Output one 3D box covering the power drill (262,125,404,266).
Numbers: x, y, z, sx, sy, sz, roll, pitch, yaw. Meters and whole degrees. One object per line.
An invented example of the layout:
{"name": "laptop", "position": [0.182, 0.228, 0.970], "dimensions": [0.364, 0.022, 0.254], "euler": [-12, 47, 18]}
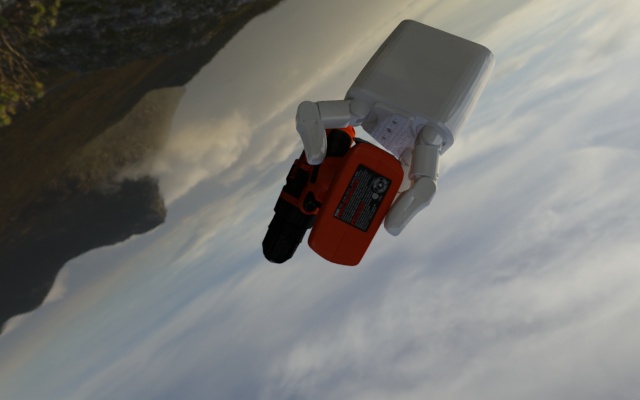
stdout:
{"name": "power drill", "position": [0.000, 0.001, 0.487], "dimensions": [0.057, 0.184, 0.187], "euler": [24, 4, -20]}
